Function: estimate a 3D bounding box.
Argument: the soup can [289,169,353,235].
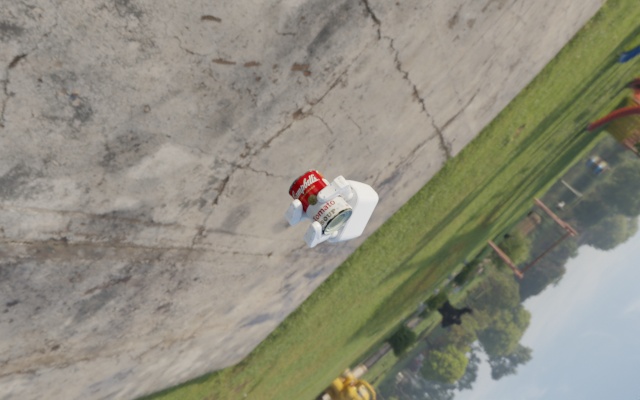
[{"bbox_3d":[0.000,0.003,0.849,0.068,0.102,0.068,-35,-21,-16],"label":"soup can"}]
